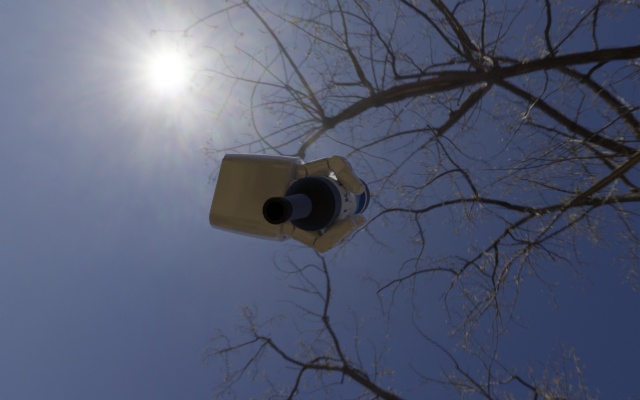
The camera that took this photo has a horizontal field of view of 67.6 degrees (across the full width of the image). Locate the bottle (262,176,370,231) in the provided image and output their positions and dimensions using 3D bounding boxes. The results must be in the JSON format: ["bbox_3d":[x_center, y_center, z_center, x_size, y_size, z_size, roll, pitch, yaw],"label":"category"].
[{"bbox_3d":[0.000,0.002,0.611,0.069,0.069,0.295,0,3,18],"label":"bottle"}]
